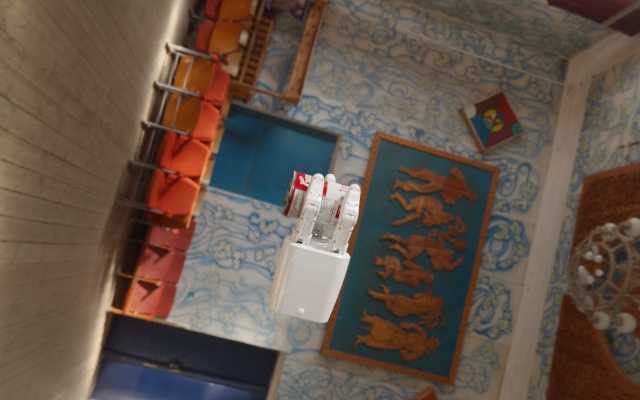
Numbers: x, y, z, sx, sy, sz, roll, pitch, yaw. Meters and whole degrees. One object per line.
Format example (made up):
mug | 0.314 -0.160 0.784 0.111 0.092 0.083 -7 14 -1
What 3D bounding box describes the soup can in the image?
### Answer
soup can | 0.001 0.002 0.714 0.102 0.068 0.068 16 -2 -7
